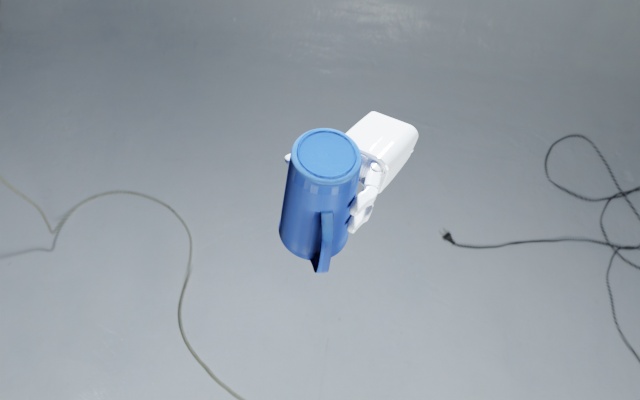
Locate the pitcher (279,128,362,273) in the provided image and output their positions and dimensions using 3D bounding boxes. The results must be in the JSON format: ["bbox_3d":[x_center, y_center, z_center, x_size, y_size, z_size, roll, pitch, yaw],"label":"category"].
[{"bbox_3d":[0.000,0.002,0.803,0.149,0.145,0.243,37,-28,16],"label":"pitcher"}]
